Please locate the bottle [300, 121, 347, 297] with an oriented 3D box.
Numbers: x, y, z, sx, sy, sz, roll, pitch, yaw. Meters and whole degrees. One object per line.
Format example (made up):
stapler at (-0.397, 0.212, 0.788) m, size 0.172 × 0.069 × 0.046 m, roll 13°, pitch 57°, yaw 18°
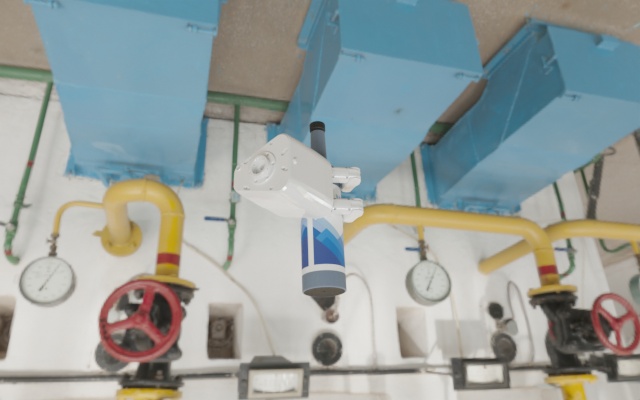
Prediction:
bottle at (0.000, 0.003, 0.771) m, size 0.069 × 0.295 × 0.069 m, roll -2°, pitch -24°, yaw -1°
